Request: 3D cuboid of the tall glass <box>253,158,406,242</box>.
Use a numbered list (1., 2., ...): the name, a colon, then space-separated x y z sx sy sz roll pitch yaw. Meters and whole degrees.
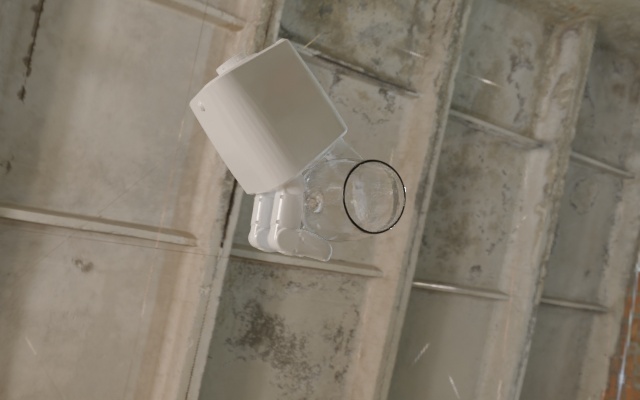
1. tall glass: 0.000 0.002 0.479 0.079 0.079 0.201 0 -3 -27
